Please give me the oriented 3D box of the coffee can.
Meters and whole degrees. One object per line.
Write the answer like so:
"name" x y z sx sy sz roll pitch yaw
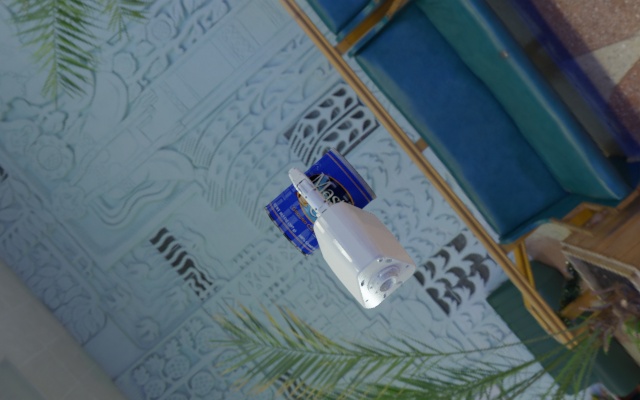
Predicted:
"coffee can" 0.000 0.002 0.734 0.140 0.103 0.103 -41 -2 2
